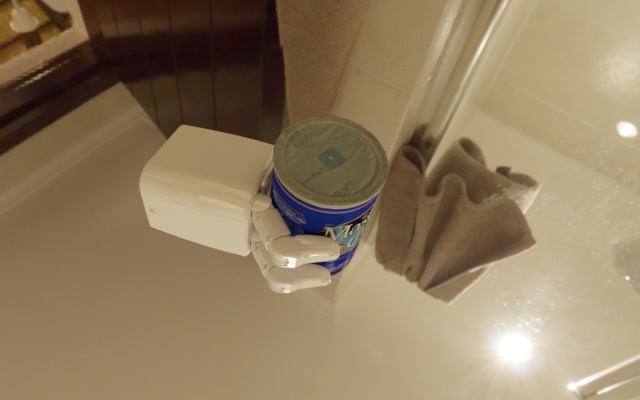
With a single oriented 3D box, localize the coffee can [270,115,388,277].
[{"bbox_3d":[0.000,0.001,0.474,0.103,0.102,0.140,0,-35,-10],"label":"coffee can"}]
